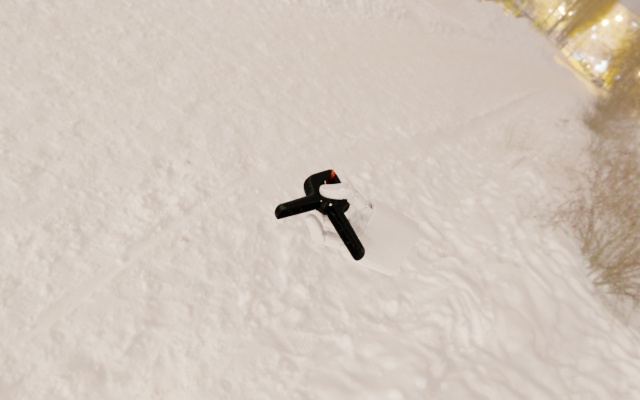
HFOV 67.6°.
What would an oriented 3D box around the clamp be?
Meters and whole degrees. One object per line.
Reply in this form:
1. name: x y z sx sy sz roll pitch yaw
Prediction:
1. clamp: 0.001 0.002 0.837 0.164 0.036 0.209 26 32 -18
